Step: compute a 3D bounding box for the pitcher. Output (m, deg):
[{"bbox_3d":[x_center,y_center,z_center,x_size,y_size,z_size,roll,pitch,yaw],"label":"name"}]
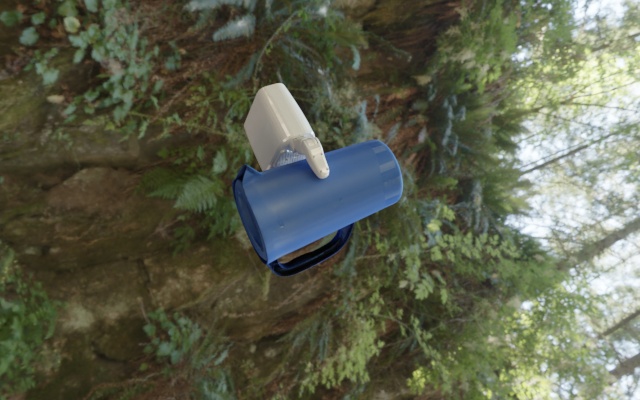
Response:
[{"bbox_3d":[0.000,0.002,0.729,0.243,0.145,0.149,-21,-23,-17],"label":"pitcher"}]
